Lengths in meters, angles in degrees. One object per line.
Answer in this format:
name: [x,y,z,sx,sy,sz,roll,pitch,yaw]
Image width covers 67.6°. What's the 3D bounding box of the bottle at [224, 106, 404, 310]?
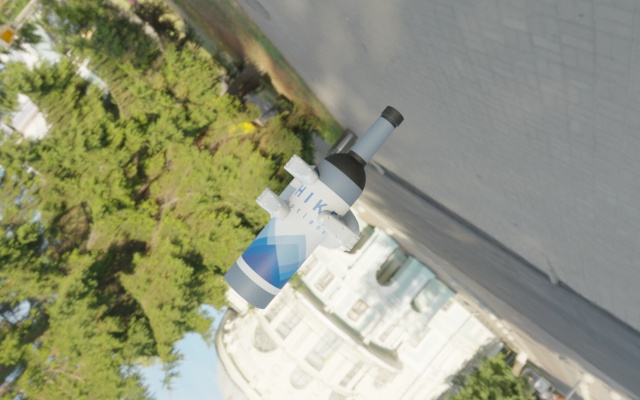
bottle: [0.000,0.002,0.599,0.069,0.295,0.069,40,-1,1]
